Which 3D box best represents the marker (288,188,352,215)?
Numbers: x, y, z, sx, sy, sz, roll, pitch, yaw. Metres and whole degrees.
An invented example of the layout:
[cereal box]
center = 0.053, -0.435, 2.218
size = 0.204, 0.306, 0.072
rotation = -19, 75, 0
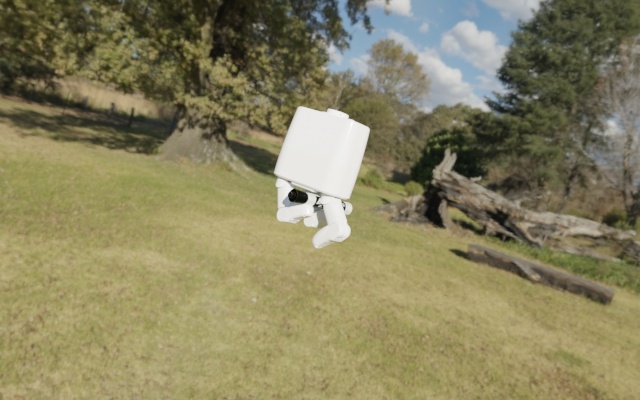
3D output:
[marker]
center = 0.000, 0.002, 0.674
size = 0.020, 0.020, 0.121
rotation = 0, -10, 43
